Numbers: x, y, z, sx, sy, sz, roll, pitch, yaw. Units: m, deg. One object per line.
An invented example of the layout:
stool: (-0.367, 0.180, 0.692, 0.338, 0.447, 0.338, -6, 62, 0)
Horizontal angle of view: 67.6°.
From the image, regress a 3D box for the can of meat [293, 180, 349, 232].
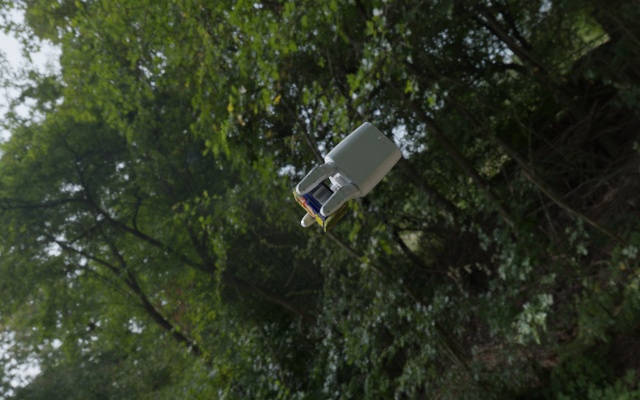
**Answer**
can of meat: (0.000, 0.003, 0.849, 0.057, 0.084, 0.102, -44, -9, -8)
